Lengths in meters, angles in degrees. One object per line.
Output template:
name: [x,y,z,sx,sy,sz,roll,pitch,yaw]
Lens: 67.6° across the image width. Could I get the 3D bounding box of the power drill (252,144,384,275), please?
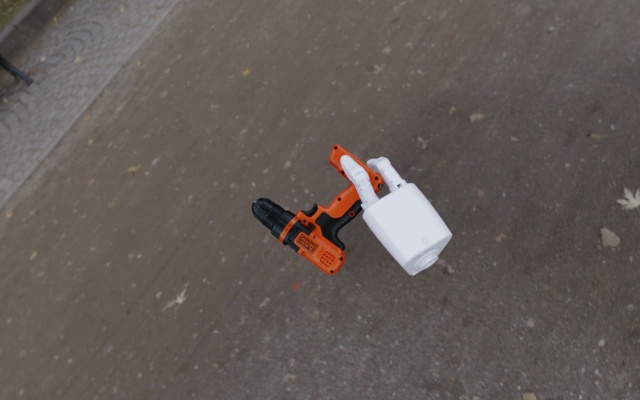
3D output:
power drill: [0.001,0.002,0.798,0.184,0.187,0.057,36,4,7]
